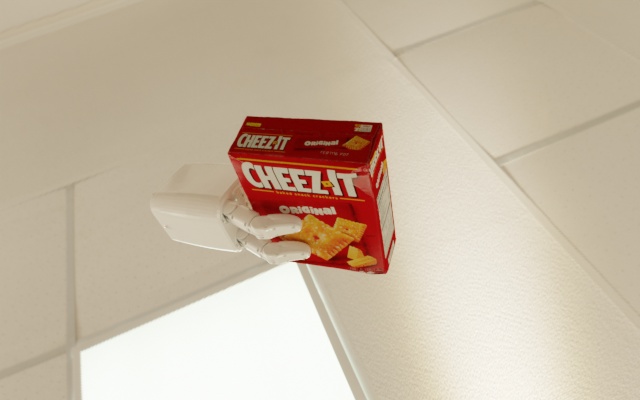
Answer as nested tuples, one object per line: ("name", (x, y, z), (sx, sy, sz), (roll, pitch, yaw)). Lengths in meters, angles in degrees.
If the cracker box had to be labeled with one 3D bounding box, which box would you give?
("cracker box", (0.000, 0.002, 0.588), (0.164, 0.072, 0.214), (6, -38, 18))
